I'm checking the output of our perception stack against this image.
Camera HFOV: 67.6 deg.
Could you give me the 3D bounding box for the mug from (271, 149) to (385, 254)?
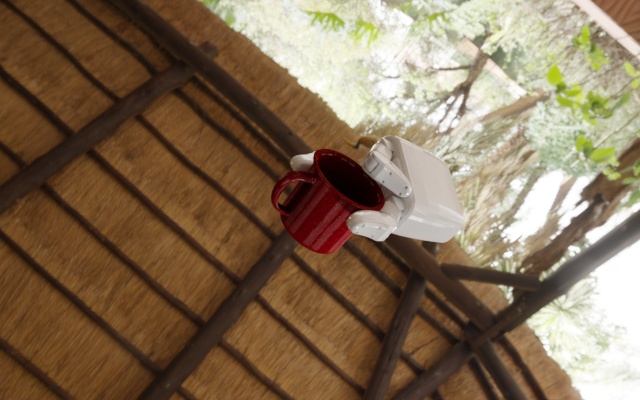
[{"bbox_3d":[-0.001,0.002,0.514,0.117,0.093,0.081,15,-53,-38],"label":"mug"}]
